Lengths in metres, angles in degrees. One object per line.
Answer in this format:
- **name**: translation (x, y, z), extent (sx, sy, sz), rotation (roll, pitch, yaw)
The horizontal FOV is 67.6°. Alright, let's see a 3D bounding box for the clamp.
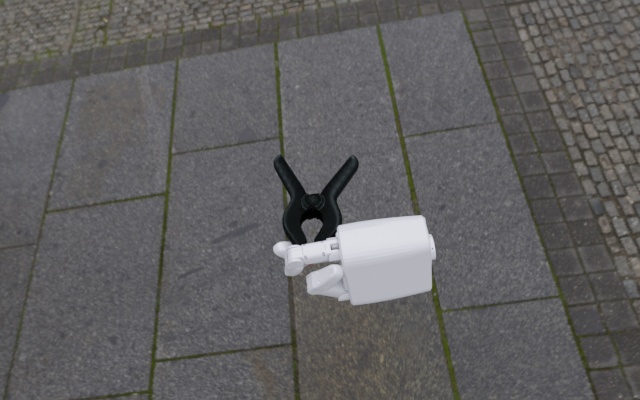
- **clamp**: translation (0.000, 0.002, 0.645), extent (0.120, 0.171, 0.039), rotation (-9, -30, 4)
